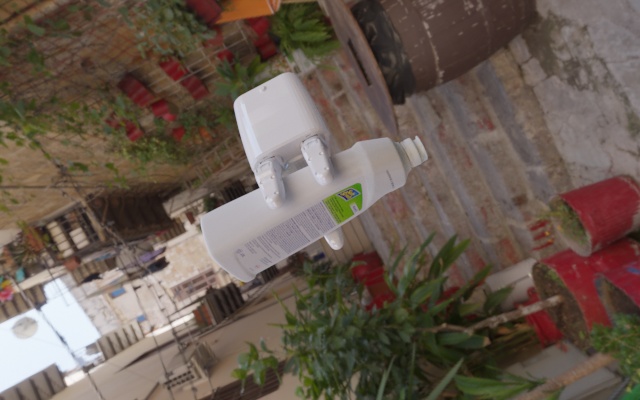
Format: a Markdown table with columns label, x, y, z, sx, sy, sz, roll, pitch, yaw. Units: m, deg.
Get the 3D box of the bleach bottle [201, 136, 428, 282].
| label | x | y | z | sx | sy | sz | roll | pitch | yaw |
| --- | --- | --- | --- | --- | --- | --- | --- | --- | --- |
| bleach bottle | 0.000 | 0.002 | 0.532 | 0.251 | 0.068 | 0.103 | -26 | -32 | 5 |
